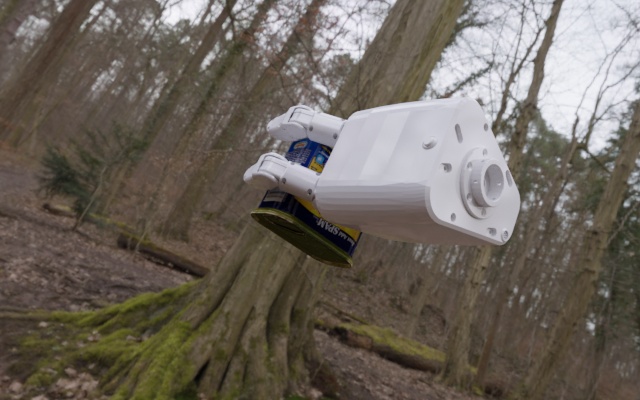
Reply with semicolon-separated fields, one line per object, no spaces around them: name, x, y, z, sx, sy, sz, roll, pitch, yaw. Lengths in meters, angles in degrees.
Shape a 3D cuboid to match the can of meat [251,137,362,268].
can of meat;0.000;0.001;0.439;0.102;0.084;0.057;37;-21;-30
